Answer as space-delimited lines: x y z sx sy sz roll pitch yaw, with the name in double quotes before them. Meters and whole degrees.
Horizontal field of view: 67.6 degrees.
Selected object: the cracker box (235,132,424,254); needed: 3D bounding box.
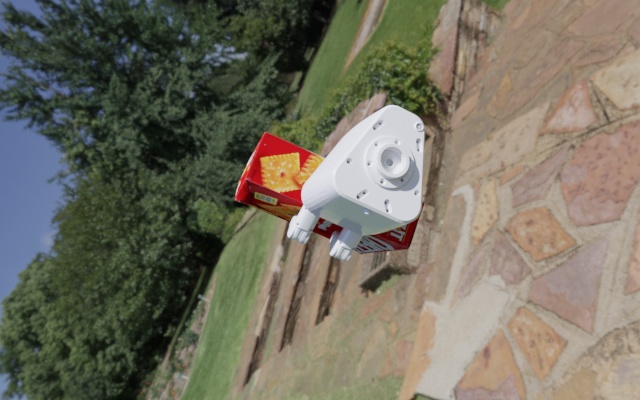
"cracker box" 0.000 0.002 0.631 0.214 0.072 0.164 24 -13 -11
